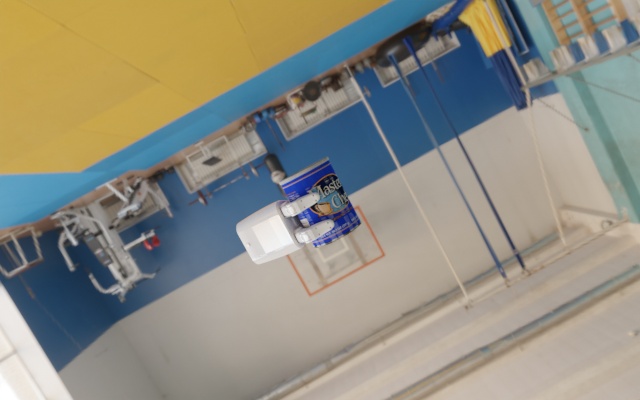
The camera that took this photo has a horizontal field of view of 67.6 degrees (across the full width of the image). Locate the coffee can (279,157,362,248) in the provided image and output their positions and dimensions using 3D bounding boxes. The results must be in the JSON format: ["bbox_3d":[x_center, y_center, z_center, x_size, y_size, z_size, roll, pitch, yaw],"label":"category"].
[{"bbox_3d":[0.000,0.003,0.896,0.103,0.140,0.103,-28,5,3],"label":"coffee can"}]
